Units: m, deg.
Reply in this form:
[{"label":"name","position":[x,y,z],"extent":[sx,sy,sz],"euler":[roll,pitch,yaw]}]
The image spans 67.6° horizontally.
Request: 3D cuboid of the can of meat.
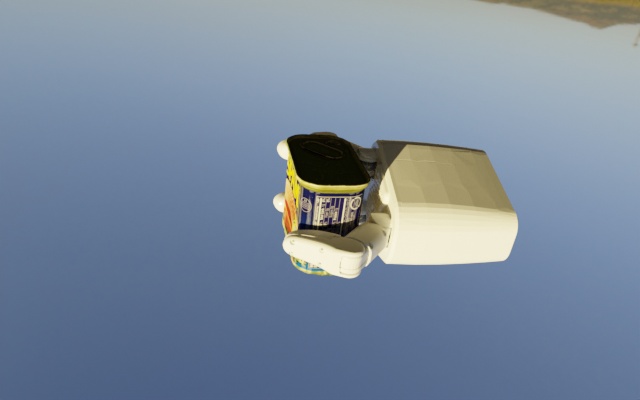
[{"label":"can of meat","position":[0.000,0.002,0.405],"extent":[0.057,0.084,0.102],"euler":[0,29,-12]}]
